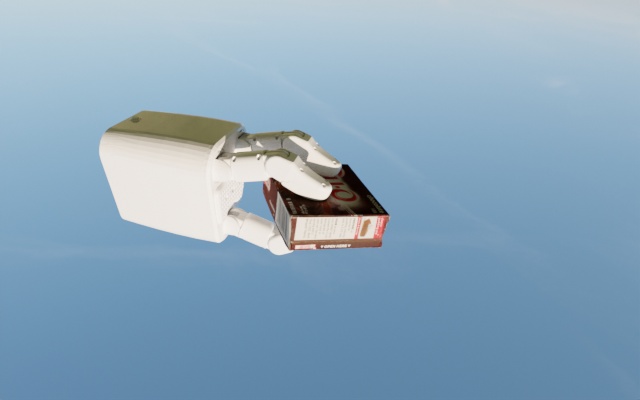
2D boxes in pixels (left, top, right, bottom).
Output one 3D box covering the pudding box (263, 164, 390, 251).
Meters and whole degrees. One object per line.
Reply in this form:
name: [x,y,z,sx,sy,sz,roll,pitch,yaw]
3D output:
pudding box: [0.000,0.002,0.446,0.090,0.039,0.113,-1,30,-19]
